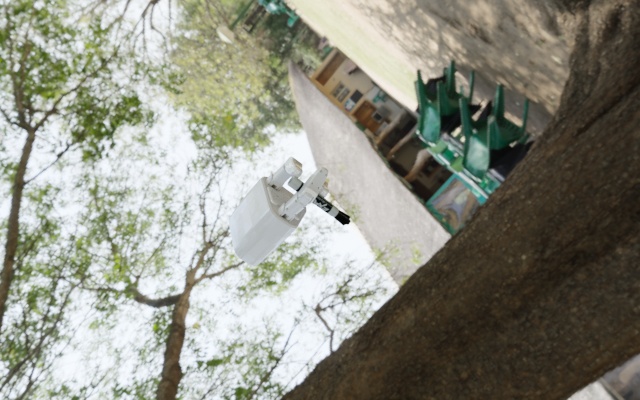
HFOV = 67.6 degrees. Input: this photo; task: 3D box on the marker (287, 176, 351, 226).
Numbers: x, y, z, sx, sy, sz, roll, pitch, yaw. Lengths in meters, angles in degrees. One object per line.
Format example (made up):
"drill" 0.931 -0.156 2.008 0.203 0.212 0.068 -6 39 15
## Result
"marker" 0.000 0.002 0.751 0.121 0.020 0.020 36 -14 -20
